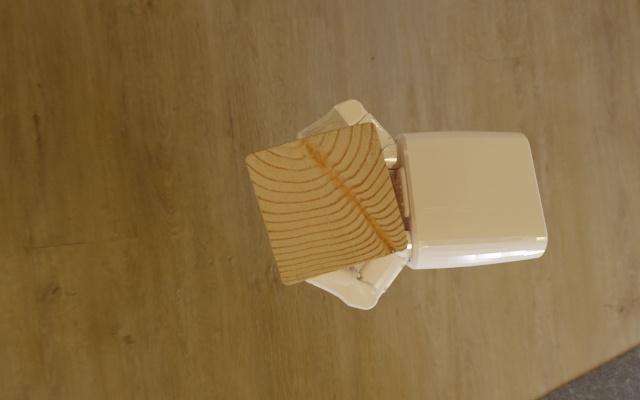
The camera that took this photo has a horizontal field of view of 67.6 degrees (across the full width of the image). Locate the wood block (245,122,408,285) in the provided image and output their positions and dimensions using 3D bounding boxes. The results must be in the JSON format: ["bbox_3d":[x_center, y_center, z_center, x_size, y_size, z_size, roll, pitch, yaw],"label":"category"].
[{"bbox_3d":[0.000,0.001,0.413,0.090,0.091,0.206,-16,0,-3],"label":"wood block"}]
